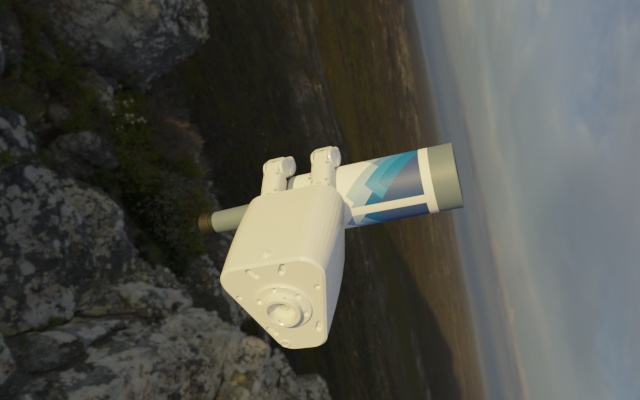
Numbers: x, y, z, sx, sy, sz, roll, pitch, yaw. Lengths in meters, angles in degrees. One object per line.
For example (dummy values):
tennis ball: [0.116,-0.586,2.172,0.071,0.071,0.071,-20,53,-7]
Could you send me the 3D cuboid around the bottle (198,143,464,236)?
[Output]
bottle: [0.000,0.002,0.523,0.296,0.069,0.069,-11,-3,17]
